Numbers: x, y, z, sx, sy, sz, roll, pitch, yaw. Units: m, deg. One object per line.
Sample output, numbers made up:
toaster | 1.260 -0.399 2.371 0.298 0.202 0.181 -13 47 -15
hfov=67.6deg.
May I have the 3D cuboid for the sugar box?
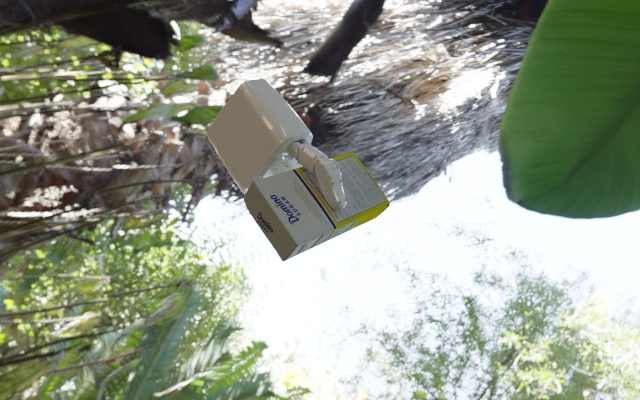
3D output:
sugar box | 0.000 0.002 0.591 0.176 0.093 0.048 -21 -22 -41
